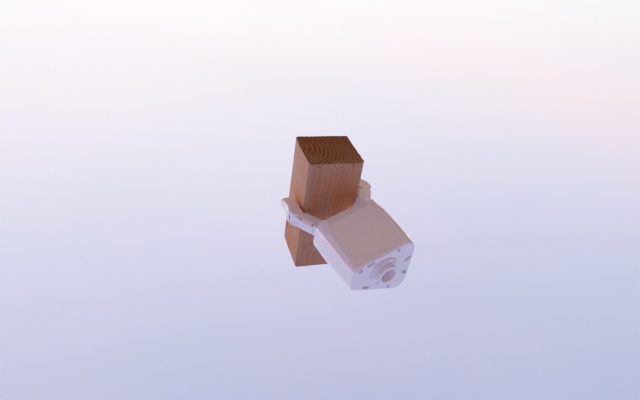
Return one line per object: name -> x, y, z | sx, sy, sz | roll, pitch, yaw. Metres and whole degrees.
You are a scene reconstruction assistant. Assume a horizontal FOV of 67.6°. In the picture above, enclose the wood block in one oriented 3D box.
wood block -> 0.000, 0.003, 0.801 | 0.091, 0.206, 0.090 | -3, 37, -18
